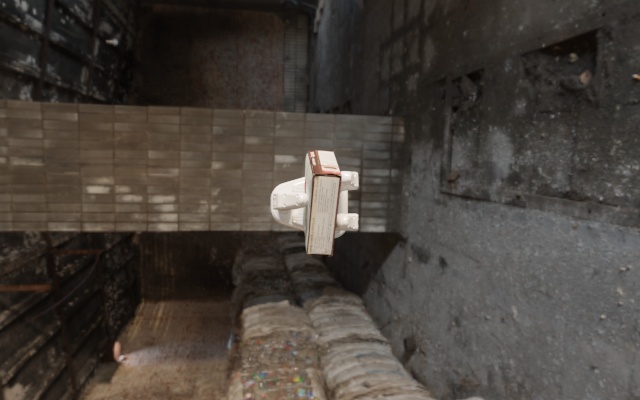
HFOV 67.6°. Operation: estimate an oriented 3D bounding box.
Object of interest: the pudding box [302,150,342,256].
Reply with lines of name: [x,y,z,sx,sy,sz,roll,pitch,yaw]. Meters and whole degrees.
pudding box: [0.000,0.002,0.616,0.039,0.113,0.090,0,25,-7]
